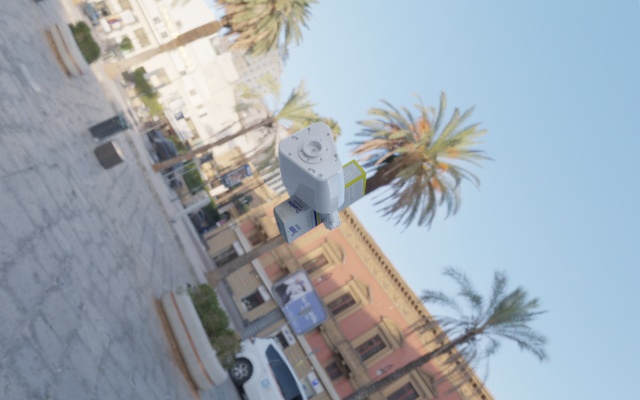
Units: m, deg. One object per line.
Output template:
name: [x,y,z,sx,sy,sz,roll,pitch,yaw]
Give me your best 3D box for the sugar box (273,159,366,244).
sugar box: [0.000,0.002,0.874,0.176,0.048,0.093,-29,-26,-13]
